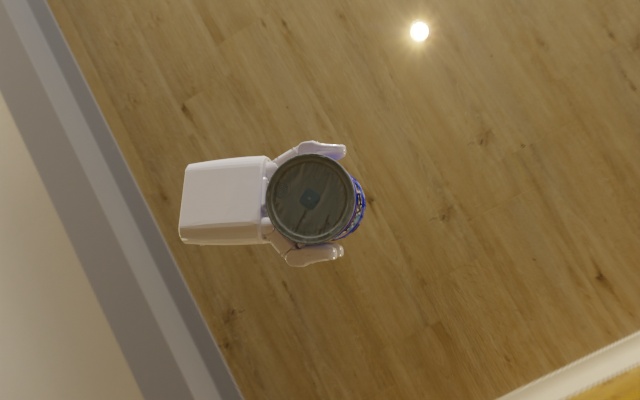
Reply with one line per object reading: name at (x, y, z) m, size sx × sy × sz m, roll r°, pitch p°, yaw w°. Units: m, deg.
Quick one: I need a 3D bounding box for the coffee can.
coffee can at (0.000, 0.002, 0.599) m, size 0.103 × 0.103 × 0.140 m, roll 0°, pitch -3°, yaw 10°
